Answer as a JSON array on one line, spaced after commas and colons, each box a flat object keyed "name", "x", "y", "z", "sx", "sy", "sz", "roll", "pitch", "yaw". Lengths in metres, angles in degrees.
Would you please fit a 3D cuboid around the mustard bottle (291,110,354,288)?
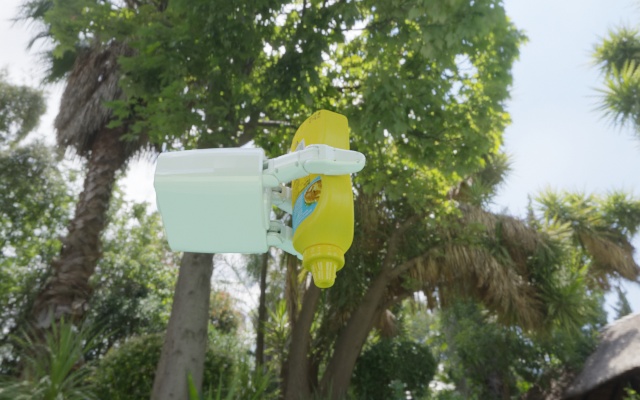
[{"name": "mustard bottle", "x": 0.000, "y": 0.001, "z": 0.510, "sx": 0.058, "sy": 0.191, "sz": 0.096, "roll": 14, "pitch": -38, "yaw": -21}]
